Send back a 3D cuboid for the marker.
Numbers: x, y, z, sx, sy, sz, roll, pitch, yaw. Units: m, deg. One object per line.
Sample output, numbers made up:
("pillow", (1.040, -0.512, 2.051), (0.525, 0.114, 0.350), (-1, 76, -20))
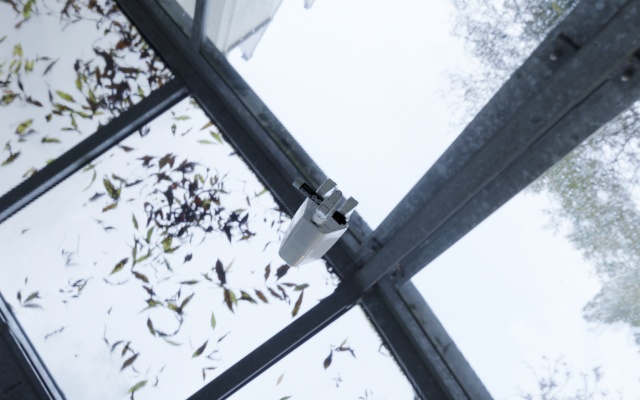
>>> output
("marker", (0.000, 0.003, 0.868), (0.121, 0.020, 0.020), (41, 5, 6))
